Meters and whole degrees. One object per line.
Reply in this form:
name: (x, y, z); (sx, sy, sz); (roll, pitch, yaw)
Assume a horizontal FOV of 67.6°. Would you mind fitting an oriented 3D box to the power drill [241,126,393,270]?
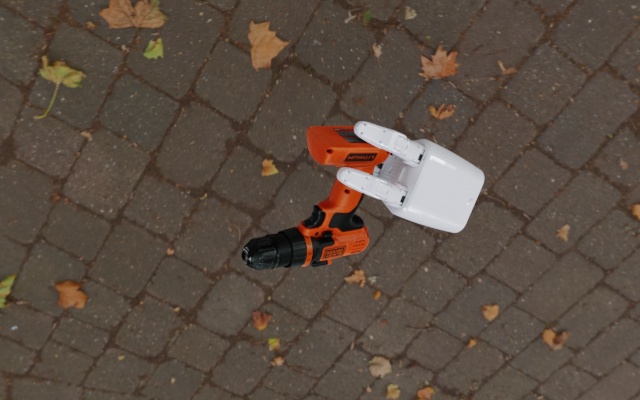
power drill: (0.000, 0.002, 0.589); (0.184, 0.188, 0.057); (-8, 40, -35)
